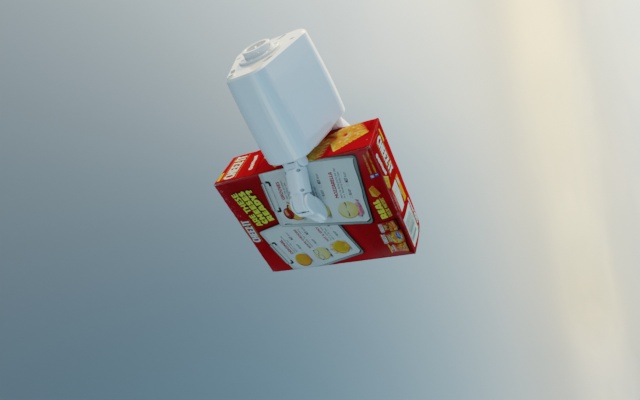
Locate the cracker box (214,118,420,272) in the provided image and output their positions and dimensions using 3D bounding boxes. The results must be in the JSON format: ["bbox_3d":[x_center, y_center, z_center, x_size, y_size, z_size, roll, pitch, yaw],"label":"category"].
[{"bbox_3d":[0.000,0.002,0.610,0.214,0.164,0.072,-11,34,27],"label":"cracker box"}]
